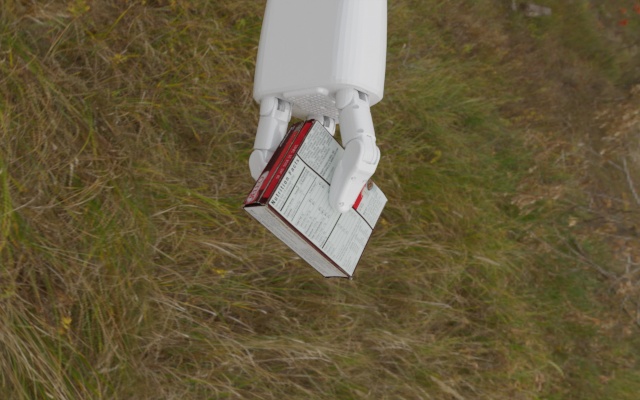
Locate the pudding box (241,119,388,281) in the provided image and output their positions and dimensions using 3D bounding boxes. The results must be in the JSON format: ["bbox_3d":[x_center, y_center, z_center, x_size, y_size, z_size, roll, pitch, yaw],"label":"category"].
[{"bbox_3d":[0.000,0.001,0.406,0.039,0.090,0.113,-5,-41,50],"label":"pudding box"}]
